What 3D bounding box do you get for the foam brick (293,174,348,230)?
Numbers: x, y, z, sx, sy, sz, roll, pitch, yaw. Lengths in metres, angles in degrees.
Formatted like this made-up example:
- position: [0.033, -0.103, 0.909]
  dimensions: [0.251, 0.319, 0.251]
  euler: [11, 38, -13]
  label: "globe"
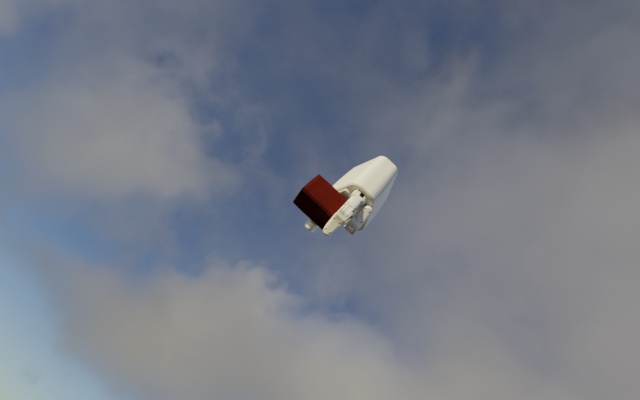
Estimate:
- position: [0.000, 0.003, 0.858]
  dimensions: [0.051, 0.078, 0.053]
  euler: [-46, -2, -36]
  label: "foam brick"
